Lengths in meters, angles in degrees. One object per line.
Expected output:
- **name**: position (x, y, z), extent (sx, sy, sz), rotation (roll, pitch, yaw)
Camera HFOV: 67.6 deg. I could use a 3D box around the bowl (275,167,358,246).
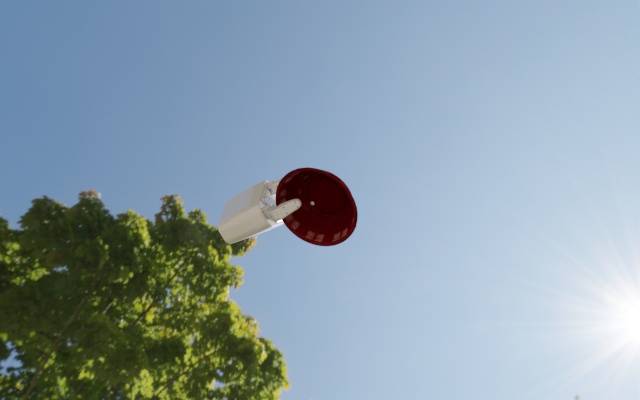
- **bowl**: position (0.001, 0.003, 0.881), extent (0.162, 0.162, 0.055), rotation (0, 27, 26)
